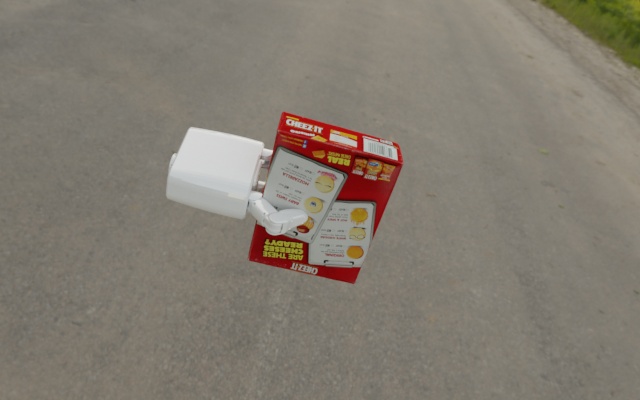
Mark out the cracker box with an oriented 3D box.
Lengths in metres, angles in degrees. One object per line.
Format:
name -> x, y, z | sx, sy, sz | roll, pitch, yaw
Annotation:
cracker box -> 0.000, 0.002, 0.663 | 0.164, 0.214, 0.072 | 14, 33, -6
